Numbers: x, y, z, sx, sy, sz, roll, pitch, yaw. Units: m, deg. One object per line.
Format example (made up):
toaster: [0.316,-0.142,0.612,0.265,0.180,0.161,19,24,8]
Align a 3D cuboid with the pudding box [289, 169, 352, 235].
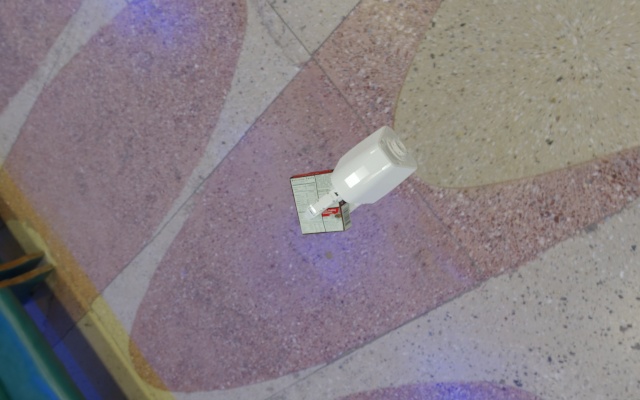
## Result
pudding box: [0.000,0.003,0.863,0.090,0.113,0.039,-6,11,26]
